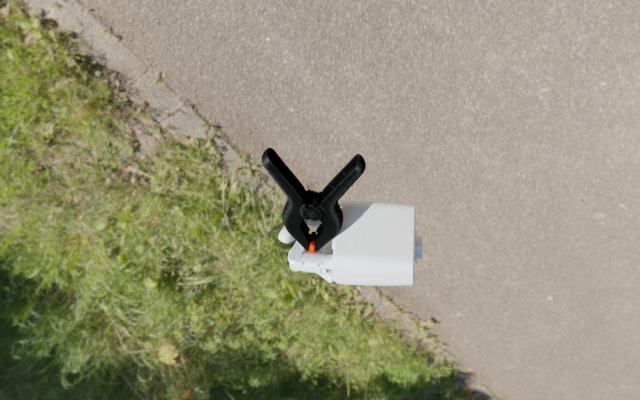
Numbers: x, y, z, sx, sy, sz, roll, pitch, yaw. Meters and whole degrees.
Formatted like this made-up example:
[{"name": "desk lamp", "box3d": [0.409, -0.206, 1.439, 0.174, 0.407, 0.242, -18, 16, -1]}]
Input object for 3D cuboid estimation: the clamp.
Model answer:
[{"name": "clamp", "box3d": [0.000, 0.003, 0.600, 0.120, 0.039, 0.172, 2, -43, 13]}]
